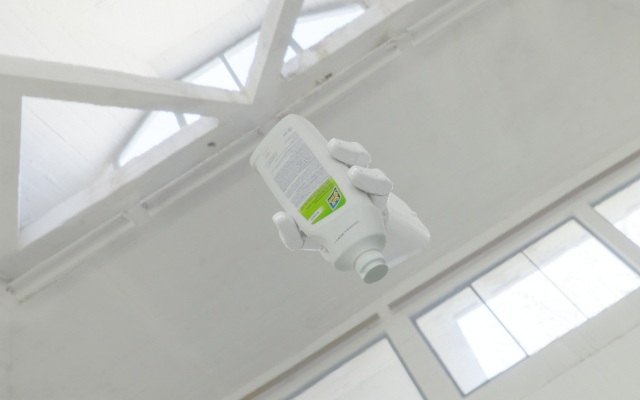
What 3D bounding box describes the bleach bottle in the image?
[{"bbox_3d":[0.000,0.002,0.567,0.068,0.102,0.250,25,24,-44],"label":"bleach bottle"}]
